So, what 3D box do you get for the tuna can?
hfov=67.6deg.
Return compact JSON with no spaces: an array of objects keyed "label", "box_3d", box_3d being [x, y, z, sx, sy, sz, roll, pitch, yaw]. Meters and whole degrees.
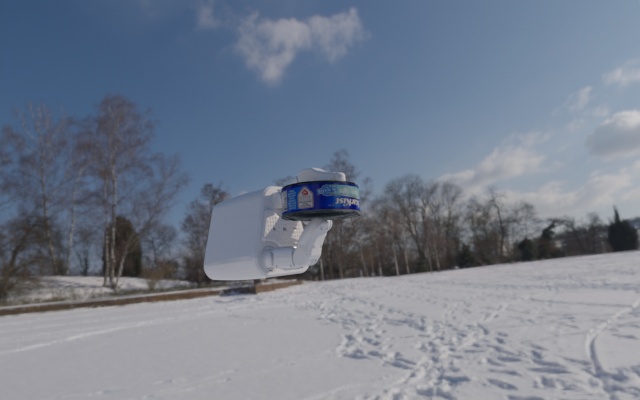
[{"label":"tuna can","box_3d":[0.000,0.001,0.518,0.086,0.033,0.086,-3,-8,0]}]
